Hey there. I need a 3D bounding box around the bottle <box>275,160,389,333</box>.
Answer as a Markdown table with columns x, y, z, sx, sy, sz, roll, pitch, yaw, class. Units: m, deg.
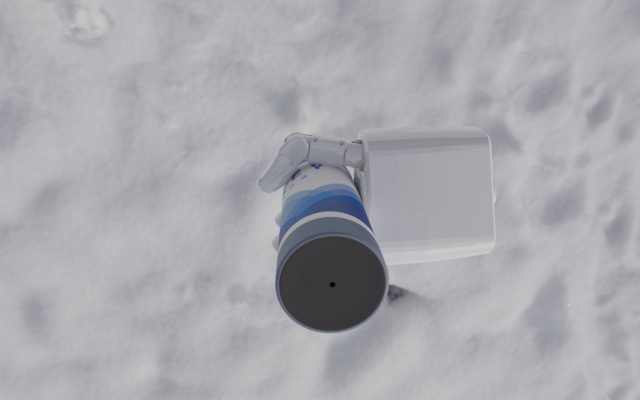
| x | y | z | sx | sy | sz | roll | pitch | yaw | class |
| --- | --- | --- | --- | --- | --- | --- | --- | --- | --- |
| 0.000 | 0.001 | 0.414 | 0.069 | 0.069 | 0.295 | 0 | 19 | -3 | bottle |
